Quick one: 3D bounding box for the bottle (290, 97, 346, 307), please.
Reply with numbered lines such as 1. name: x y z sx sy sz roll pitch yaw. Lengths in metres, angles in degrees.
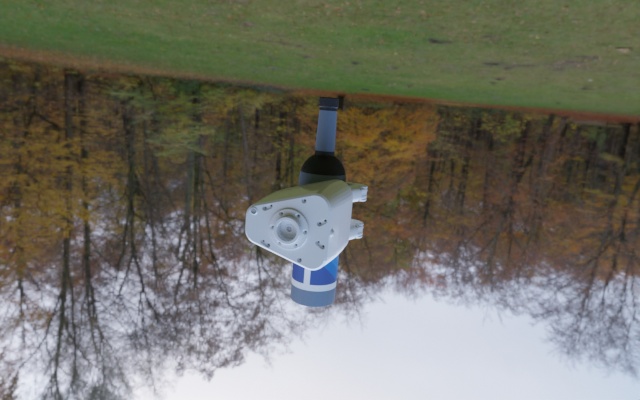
1. bottle: 0.000 0.002 0.687 0.069 0.296 0.069 5 11 -1
